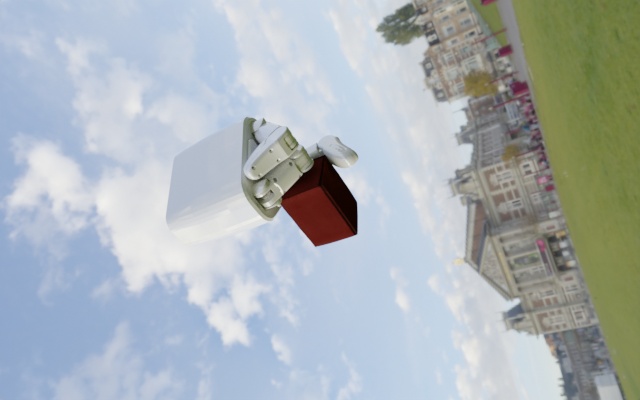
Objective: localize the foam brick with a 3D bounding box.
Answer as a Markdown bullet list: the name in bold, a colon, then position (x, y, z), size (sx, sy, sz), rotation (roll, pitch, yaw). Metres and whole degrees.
- **foam brick**: position (0.000, 0.002, 0.507), size (0.051, 0.078, 0.053), rotation (-21, 36, 22)
